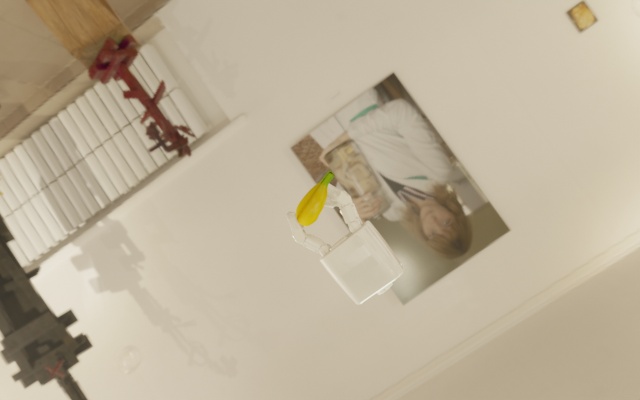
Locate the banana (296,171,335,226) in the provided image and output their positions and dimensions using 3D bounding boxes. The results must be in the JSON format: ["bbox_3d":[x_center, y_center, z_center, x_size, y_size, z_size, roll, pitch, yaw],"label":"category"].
[{"bbox_3d":[-0.013,0.013,0.806,0.069,0.037,0.198,-40,-6,-18],"label":"banana"}]
